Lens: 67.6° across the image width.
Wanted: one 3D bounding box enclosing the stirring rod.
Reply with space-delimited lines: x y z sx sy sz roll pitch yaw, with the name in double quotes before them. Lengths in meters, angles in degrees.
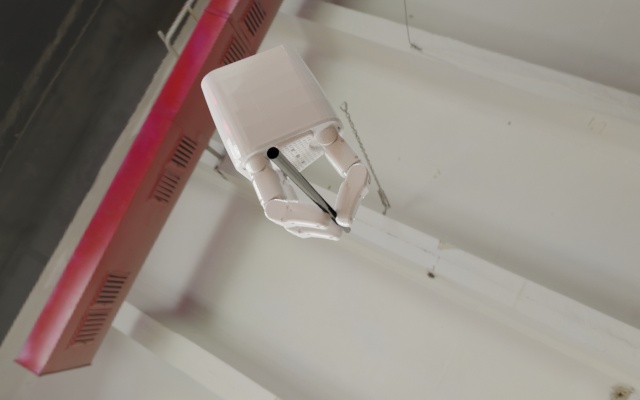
"stirring rod" 0.000 0.001 0.401 0.011 0.011 0.239 0 -14 14
